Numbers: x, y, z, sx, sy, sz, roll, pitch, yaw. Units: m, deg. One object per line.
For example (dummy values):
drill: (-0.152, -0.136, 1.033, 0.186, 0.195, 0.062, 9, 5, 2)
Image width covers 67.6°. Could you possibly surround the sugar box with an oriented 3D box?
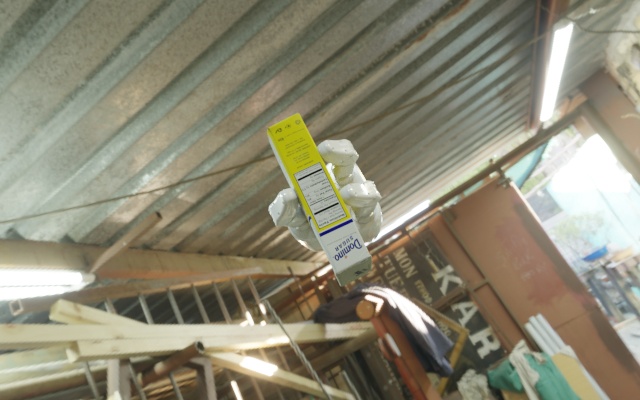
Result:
sugar box: (0.001, 0.001, 0.523, 0.048, 0.176, 0.093, -28, -17, -3)
